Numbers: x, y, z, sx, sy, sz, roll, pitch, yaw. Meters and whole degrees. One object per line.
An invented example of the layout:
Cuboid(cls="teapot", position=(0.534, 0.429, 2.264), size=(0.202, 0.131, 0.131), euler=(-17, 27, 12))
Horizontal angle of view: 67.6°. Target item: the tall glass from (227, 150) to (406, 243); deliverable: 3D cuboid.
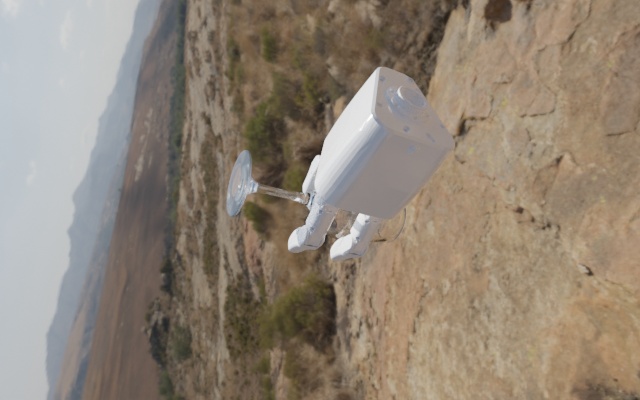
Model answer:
Cuboid(cls="tall glass", position=(-0.001, 0.002, 0.551), size=(0.201, 0.079, 0.079), euler=(13, -6, -25))
